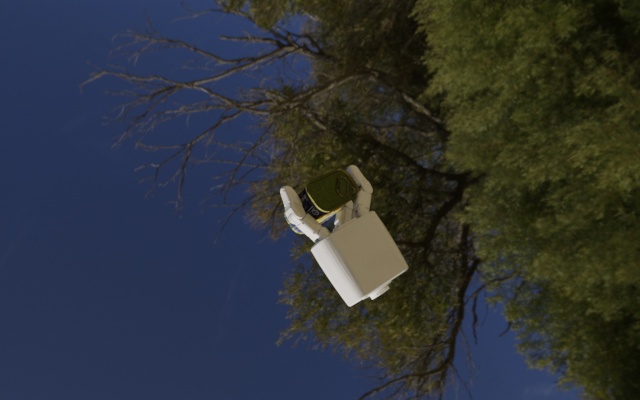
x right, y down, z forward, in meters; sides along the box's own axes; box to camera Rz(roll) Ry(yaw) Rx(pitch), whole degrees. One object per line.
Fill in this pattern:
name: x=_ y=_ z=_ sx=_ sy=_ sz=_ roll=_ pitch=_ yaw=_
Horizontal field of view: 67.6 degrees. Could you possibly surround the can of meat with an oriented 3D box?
can of meat: x=0.000 y=0.003 z=0.771 sx=0.102 sy=0.057 sz=0.084 roll=-27 pitch=-12 yaw=-44
